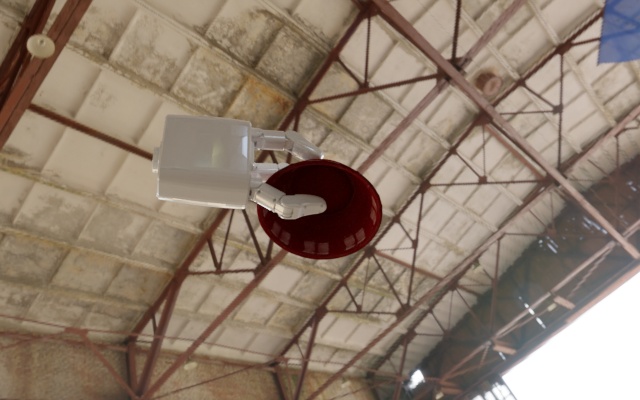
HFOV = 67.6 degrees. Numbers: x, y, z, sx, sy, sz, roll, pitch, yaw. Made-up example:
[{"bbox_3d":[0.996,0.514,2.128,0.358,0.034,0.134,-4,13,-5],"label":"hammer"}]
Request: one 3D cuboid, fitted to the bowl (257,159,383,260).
[{"bbox_3d":[0.001,0.002,0.630,0.162,0.162,0.055,0,37,5],"label":"bowl"}]
